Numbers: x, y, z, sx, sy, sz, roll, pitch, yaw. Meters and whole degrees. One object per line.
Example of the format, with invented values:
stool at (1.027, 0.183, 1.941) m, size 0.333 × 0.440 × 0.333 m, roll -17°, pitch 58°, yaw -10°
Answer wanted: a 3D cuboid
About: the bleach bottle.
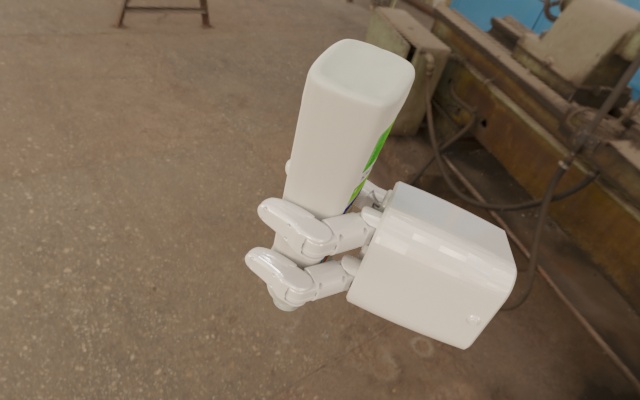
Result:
bleach bottle at (0.000, 0.001, 0.408) m, size 0.068 × 0.251 × 0.102 m, roll 24°, pitch 39°, yaw 7°
